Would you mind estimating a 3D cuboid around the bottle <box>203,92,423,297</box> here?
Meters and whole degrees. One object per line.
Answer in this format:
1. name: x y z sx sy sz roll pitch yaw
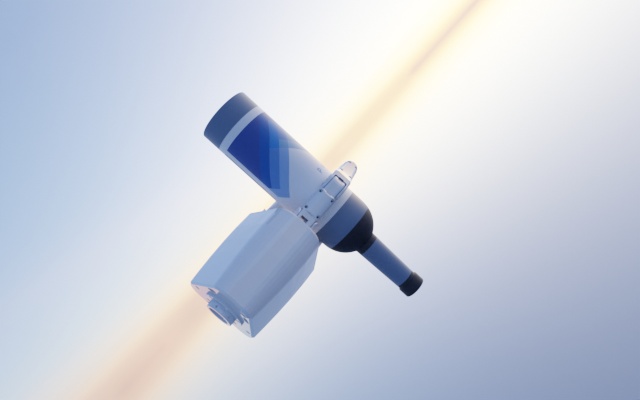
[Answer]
1. bottle: 0.000 0.002 0.543 0.296 0.069 0.069 42 -2 -2
